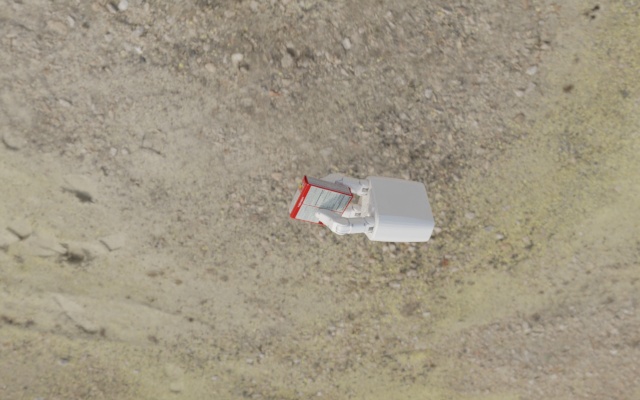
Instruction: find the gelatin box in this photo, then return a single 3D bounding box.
[{"bbox_3d":[0.000,0.003,0.806,0.089,0.073,0.030,13,33,-25],"label":"gelatin box"}]
